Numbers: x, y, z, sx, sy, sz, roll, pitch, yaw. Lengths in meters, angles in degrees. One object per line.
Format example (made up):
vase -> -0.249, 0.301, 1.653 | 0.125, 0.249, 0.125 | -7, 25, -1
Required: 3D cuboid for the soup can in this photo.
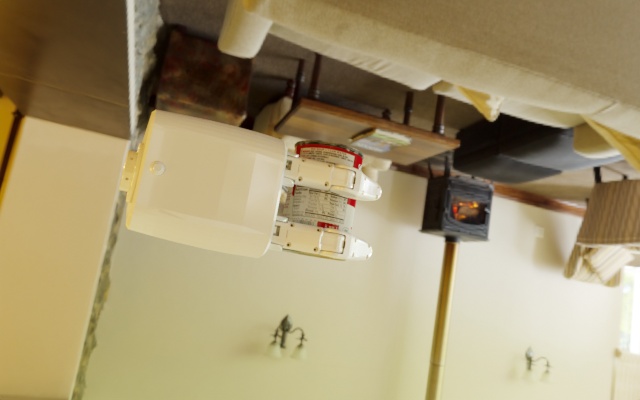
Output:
soup can -> 0.000, 0.002, 0.452 | 0.068, 0.102, 0.068 | 9, -9, 1
